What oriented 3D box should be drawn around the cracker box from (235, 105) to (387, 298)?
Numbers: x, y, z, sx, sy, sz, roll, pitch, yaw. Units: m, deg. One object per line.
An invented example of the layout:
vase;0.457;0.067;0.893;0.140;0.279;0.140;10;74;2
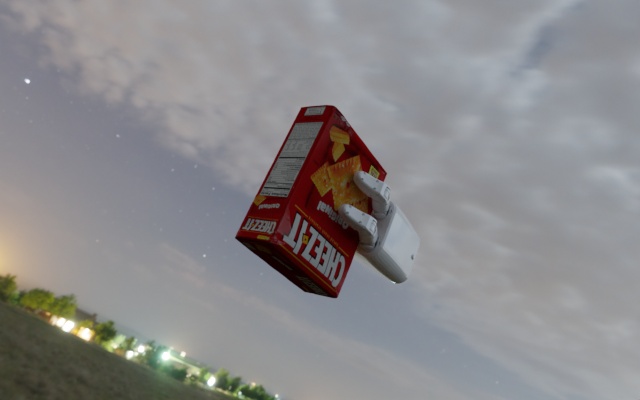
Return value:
cracker box;0.000;0.002;0.659;0.072;0.213;0.164;3;-31;39
